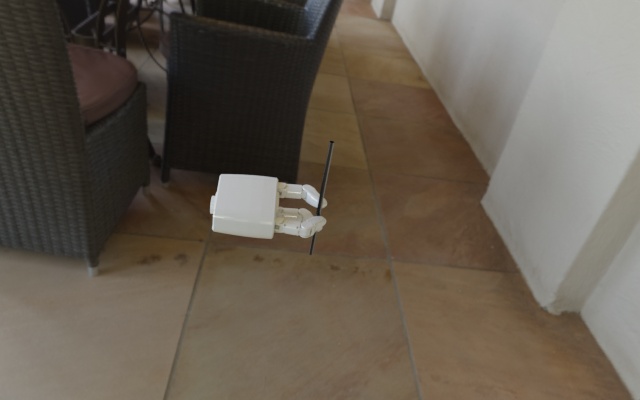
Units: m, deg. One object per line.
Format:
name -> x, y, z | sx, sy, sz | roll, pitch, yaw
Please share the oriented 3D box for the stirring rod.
stirring rod -> 0.000, 0.003, 0.851 | 0.011, 0.240, 0.011 | 8, 33, -5
